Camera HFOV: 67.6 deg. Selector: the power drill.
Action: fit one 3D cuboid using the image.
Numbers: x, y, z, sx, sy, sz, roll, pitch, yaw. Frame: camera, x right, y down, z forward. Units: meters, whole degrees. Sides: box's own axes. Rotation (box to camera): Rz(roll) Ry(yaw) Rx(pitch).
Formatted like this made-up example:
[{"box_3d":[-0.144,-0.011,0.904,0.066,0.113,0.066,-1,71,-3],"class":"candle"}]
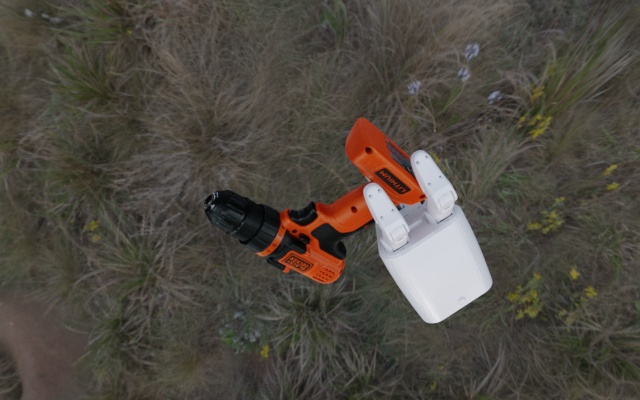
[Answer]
[{"box_3d":[0.001,0.002,0.497,0.188,0.057,0.184,-38,-51,26],"class":"power drill"}]
